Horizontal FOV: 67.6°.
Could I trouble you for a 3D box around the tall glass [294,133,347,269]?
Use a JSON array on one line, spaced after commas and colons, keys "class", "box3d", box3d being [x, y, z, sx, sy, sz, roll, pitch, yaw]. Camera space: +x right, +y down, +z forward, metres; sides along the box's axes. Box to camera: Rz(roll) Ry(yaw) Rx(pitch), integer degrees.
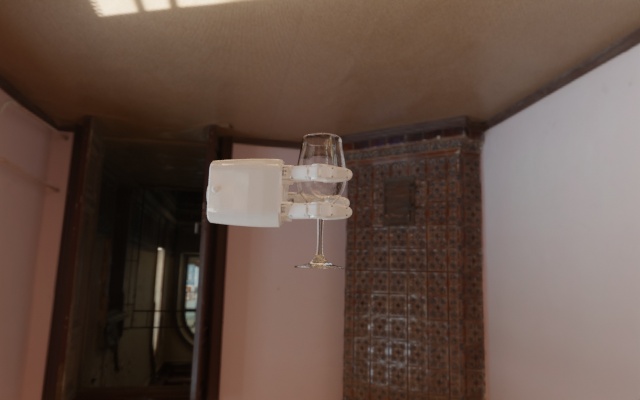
[{"class": "tall glass", "box3d": [0.000, 0.003, 0.725, 0.079, 0.201, 0.079, 2, -9, 0]}]
